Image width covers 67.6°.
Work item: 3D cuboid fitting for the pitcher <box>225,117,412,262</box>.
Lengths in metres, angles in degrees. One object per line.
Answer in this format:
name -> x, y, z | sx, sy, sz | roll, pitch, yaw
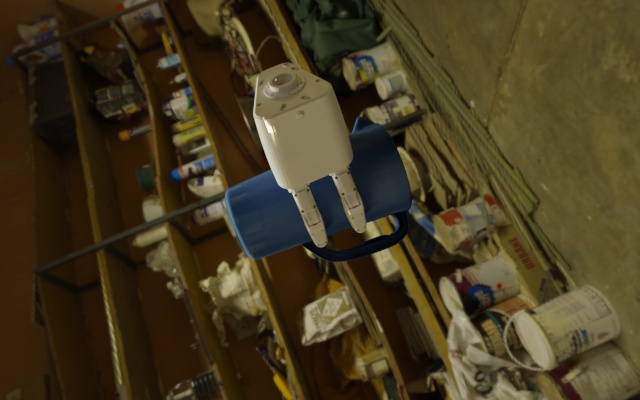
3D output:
pitcher -> 0.000, 0.002, 0.673 | 0.243, 0.145, 0.149 | -22, 43, -3
